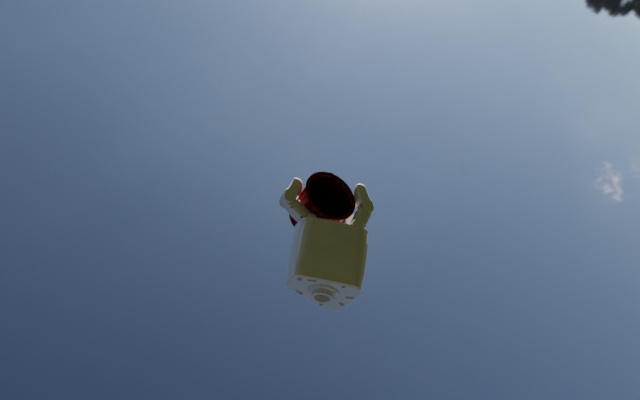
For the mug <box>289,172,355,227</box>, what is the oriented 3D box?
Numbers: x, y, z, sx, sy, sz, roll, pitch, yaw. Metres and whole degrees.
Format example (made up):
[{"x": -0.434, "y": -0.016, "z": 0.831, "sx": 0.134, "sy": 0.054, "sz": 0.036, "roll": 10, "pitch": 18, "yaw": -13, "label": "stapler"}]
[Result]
[{"x": 0.000, "y": 0.002, "z": 0.814, "sx": 0.093, "sy": 0.117, "sz": 0.081, "roll": 25, "pitch": -42, "yaw": -17, "label": "mug"}]
